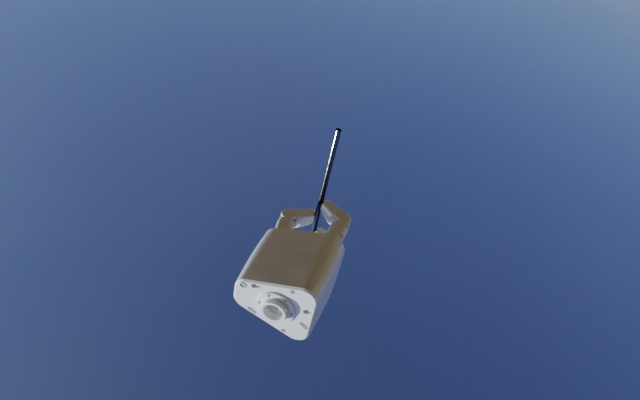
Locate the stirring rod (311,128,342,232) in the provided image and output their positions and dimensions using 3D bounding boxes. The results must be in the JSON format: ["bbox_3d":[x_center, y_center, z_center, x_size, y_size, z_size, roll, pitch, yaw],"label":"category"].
[{"bbox_3d":[0.000,0.002,0.691,0.011,0.240,0.011,9,36,-7],"label":"stirring rod"}]
